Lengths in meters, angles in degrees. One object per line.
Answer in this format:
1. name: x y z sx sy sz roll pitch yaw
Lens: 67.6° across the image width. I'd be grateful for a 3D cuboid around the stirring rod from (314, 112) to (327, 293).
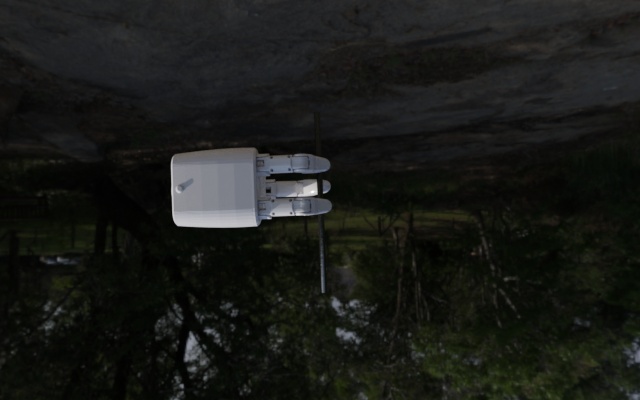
1. stirring rod: 0.000 0.002 0.638 0.011 0.239 0.011 -2 -2 0
